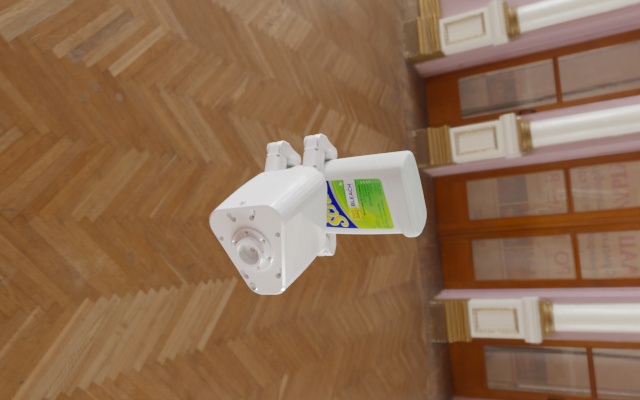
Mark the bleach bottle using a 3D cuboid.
[{"bbox_3d":[0.000,0.002,0.613,0.251,0.102,0.068,-6,21,27],"label":"bleach bottle"}]
